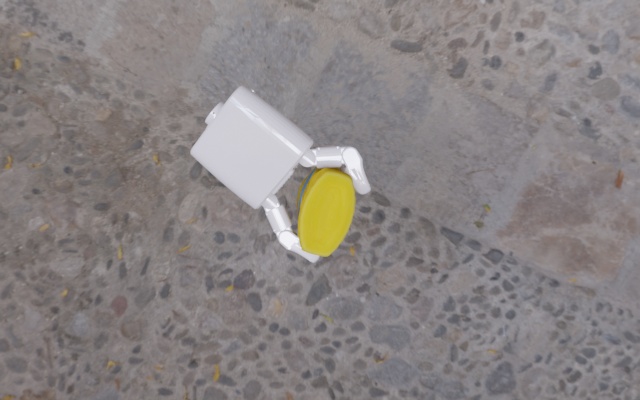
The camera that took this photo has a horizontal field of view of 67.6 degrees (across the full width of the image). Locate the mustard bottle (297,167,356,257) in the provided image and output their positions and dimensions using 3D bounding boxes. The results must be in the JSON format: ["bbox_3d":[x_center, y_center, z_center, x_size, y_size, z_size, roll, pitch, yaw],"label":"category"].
[{"bbox_3d":[0.000,0.002,0.606,0.058,0.096,0.191,14,7,-6],"label":"mustard bottle"}]
